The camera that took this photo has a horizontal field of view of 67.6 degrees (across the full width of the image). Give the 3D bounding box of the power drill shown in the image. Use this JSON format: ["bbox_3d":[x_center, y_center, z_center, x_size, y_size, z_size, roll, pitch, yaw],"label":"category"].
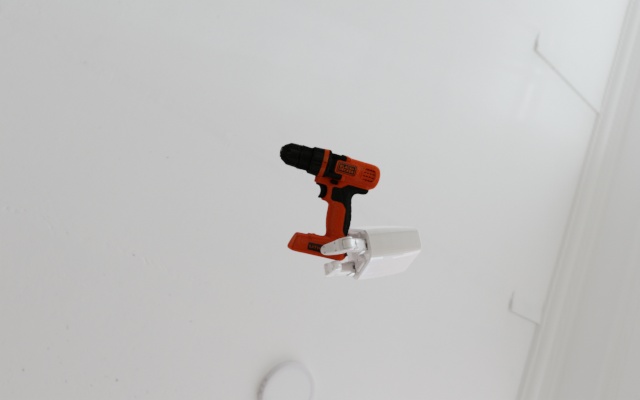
[{"bbox_3d":[0.000,0.003,0.845,0.184,0.187,0.057,15,1,-7],"label":"power drill"}]
